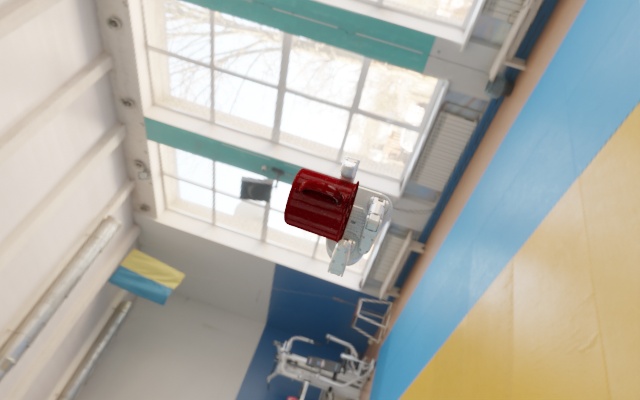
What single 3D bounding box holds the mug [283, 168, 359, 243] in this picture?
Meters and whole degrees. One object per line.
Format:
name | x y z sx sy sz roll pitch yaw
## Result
mug | 0.000 0.002 0.635 0.081 0.093 0.117 18 -15 6
